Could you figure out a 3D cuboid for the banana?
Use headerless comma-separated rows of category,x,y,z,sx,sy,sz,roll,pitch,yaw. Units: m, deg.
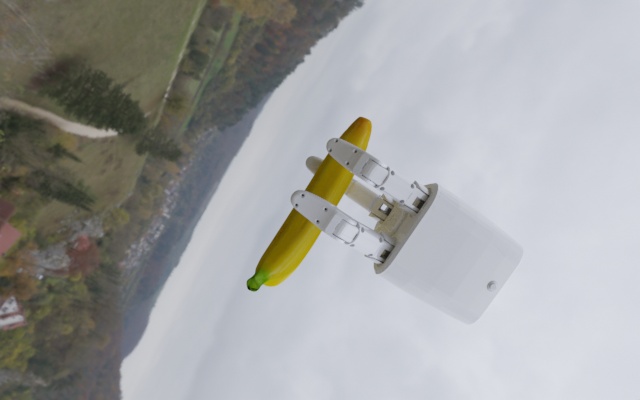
banana,-0.006,0.008,0.459,0.037,0.197,0.070,33,-18,-4
